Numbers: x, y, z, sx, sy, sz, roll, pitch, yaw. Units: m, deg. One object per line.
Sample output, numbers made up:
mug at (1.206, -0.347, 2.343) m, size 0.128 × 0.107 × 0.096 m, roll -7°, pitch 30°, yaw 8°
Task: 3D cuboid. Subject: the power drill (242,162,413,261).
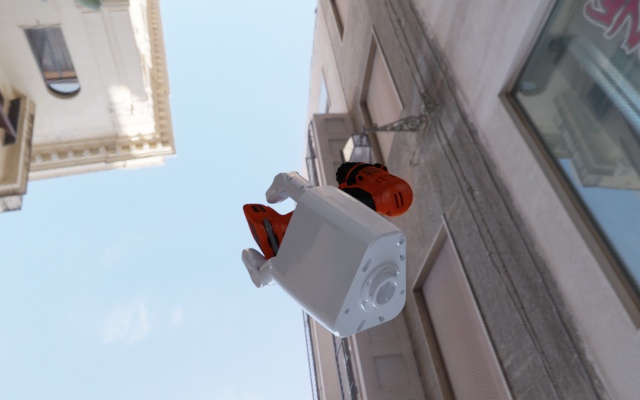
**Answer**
power drill at (0.000, 0.002, 0.603) m, size 0.187 × 0.057 × 0.184 m, roll -22°, pitch 16°, yaw -11°
